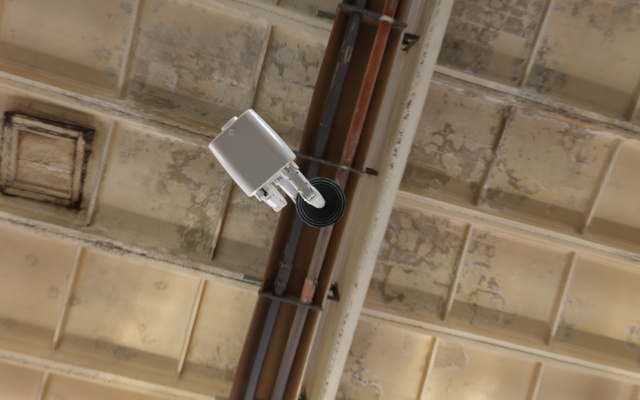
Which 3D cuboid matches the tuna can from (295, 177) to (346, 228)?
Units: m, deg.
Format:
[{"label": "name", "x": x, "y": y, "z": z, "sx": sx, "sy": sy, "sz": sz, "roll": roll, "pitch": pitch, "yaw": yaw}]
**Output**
[{"label": "tuna can", "x": 0.000, "y": 0.003, "z": 0.822, "sx": 0.086, "sy": 0.086, "sz": 0.034, "roll": 0, "pitch": 4, "yaw": -1}]
